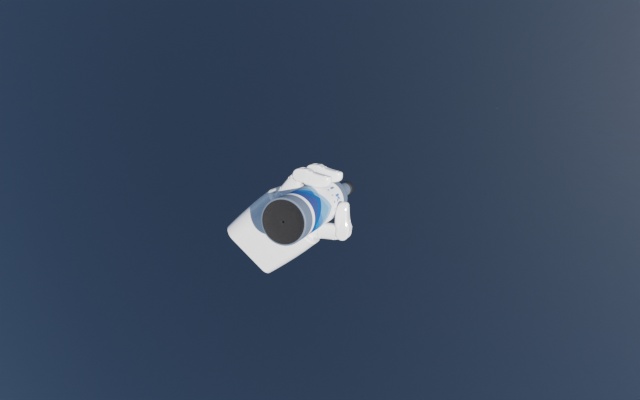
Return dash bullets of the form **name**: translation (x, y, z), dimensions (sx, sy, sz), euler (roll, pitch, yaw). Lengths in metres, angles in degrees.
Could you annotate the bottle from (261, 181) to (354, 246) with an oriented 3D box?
- **bottle**: translation (0.000, 0.003, 0.772), dimensions (0.069, 0.069, 0.295), euler (0, 10, 20)
